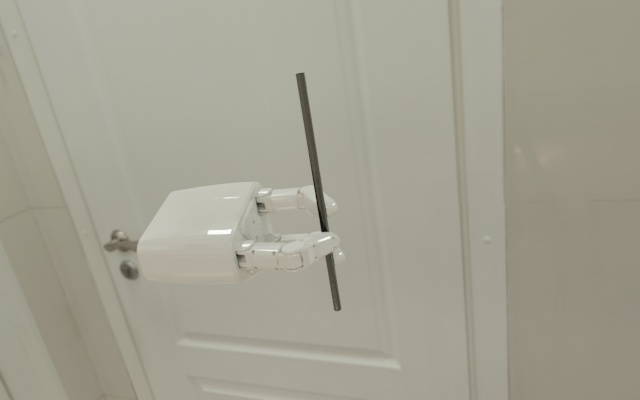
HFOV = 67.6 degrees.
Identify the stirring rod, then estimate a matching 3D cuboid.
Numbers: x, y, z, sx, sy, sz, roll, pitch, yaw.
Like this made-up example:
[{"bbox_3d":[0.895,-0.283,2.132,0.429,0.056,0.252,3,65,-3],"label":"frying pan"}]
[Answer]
[{"bbox_3d":[0.000,0.002,0.455,0.011,0.240,0.011,-8,20,3],"label":"stirring rod"}]
